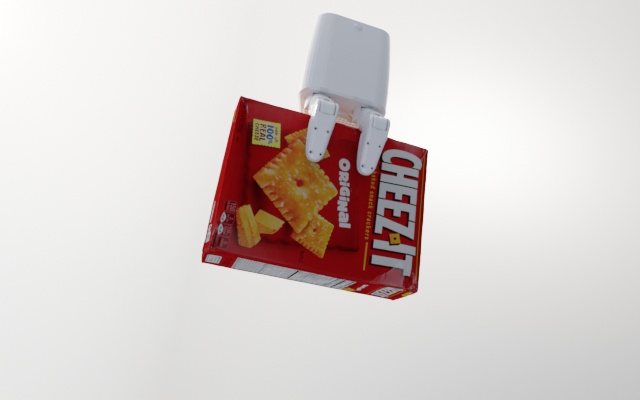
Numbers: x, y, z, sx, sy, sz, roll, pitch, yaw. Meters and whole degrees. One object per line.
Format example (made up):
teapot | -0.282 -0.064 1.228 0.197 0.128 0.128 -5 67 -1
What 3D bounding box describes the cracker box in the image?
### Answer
cracker box | 0.000 0.002 0.498 0.214 0.164 0.072 13 -20 -13
